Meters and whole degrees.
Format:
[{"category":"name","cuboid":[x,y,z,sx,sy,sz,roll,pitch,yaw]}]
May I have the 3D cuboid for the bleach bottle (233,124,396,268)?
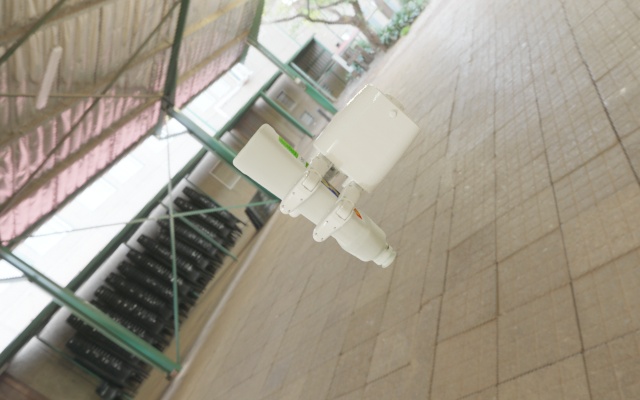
[{"category":"bleach bottle","cuboid":[0.000,0.002,0.649,0.251,0.068,0.102,40,7,-11]}]
